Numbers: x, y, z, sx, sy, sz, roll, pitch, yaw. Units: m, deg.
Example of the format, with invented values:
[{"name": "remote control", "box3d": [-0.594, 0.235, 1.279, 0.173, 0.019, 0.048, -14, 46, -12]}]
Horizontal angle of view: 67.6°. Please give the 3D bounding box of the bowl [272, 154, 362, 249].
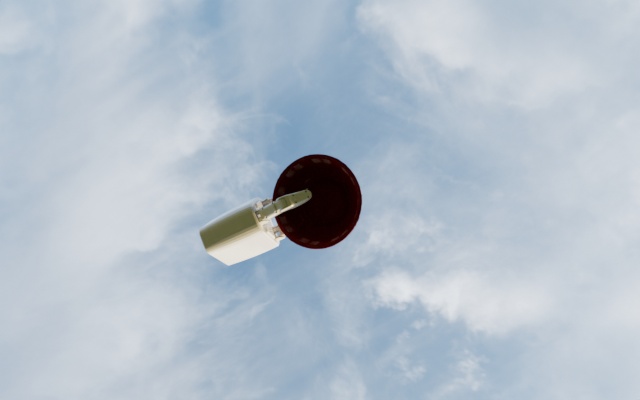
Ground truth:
[{"name": "bowl", "box3d": [0.002, 0.002, 0.829, 0.162, 0.162, 0.055, 0, -2, 20]}]
